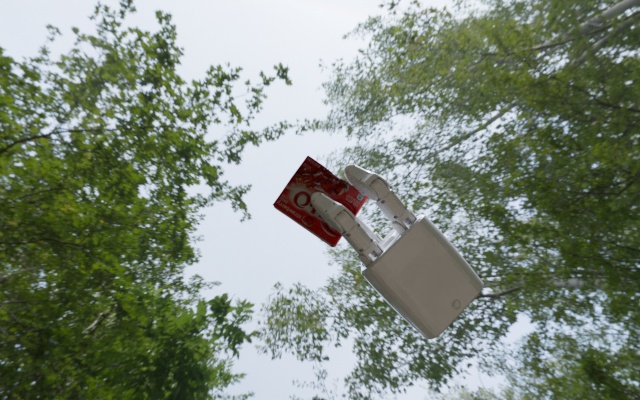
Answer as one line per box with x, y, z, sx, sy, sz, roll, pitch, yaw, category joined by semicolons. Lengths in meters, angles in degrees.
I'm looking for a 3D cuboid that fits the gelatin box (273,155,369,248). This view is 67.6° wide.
0.000;0.002;0.566;0.089;0.073;0.030;34;-8;2;gelatin box
